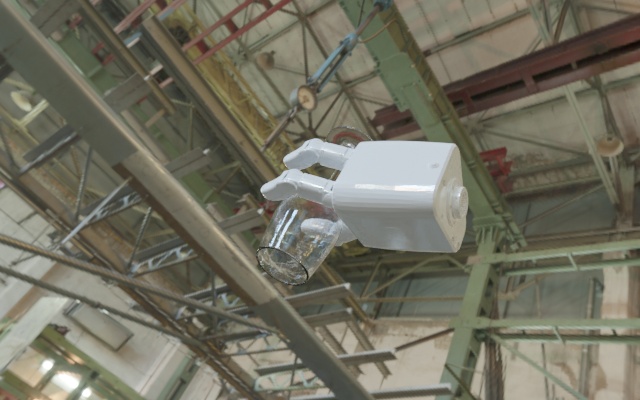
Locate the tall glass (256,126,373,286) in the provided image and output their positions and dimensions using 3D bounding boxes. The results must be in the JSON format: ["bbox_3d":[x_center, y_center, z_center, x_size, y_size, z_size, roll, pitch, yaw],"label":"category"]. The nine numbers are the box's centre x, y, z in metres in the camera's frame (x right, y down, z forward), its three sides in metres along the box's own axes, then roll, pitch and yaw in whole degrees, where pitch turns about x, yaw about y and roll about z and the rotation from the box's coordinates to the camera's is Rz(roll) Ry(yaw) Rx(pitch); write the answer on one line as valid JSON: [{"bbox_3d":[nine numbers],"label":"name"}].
[{"bbox_3d":[0.000,0.001,0.558,0.079,0.079,0.201,0,43,34],"label":"tall glass"}]
